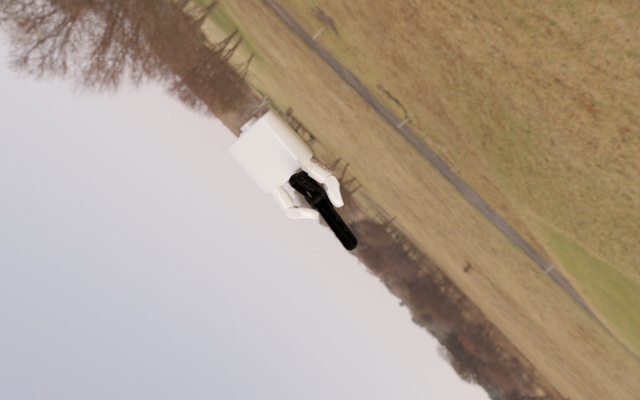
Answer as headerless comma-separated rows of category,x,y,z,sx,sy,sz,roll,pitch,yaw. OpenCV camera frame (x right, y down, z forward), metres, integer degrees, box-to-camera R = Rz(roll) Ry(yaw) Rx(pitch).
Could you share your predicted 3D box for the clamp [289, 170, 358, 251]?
clamp,-0.001,0.003,0.857,0.036,0.164,0.210,-38,12,4
